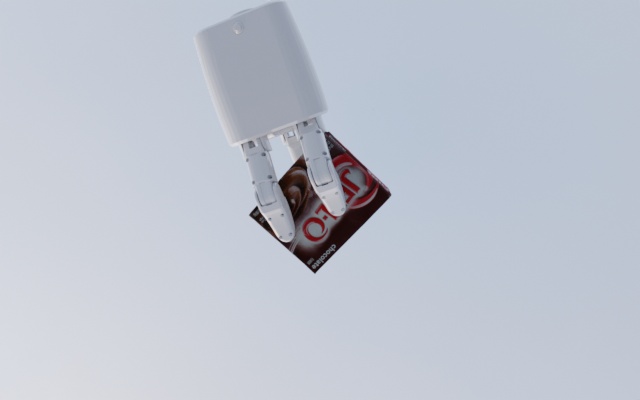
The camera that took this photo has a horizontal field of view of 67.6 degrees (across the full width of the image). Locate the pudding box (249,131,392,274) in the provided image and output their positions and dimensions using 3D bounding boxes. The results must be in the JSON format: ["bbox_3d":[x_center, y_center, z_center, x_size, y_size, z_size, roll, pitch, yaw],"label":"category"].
[{"bbox_3d":[0.000,0.001,0.476,0.090,0.113,0.039,42,13,-4],"label":"pudding box"}]
